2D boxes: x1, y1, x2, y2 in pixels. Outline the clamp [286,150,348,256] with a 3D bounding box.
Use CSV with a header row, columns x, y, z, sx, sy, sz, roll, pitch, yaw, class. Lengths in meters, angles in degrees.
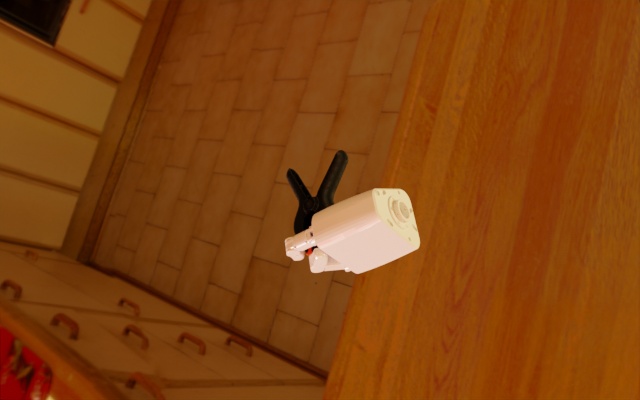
x,y,z,sx,sy,sz,roll,pitch,yaw,class
0.000,0.002,0.748,0.120,0.171,0.039,-29,-33,35,clamp
